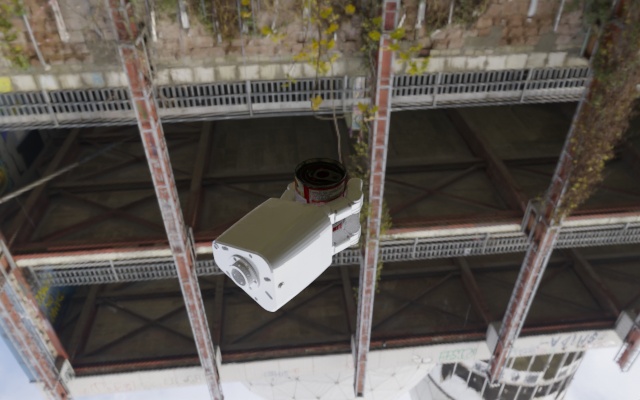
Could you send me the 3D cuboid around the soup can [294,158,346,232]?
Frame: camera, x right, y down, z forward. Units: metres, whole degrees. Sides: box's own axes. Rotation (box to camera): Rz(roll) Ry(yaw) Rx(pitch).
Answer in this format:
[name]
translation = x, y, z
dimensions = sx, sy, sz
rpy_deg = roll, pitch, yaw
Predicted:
[soup can]
translation = 0.000, 0.002, 0.654
dimensions = 0.068, 0.102, 0.068
rpy_deg = 0, 37, 0
